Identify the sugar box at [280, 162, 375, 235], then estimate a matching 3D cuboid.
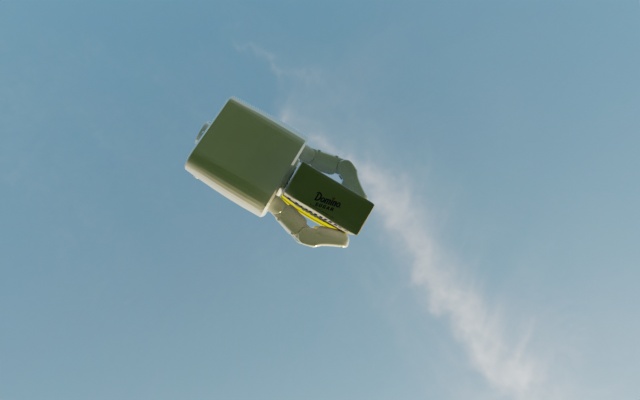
[{"bbox_3d":[0.000,0.002,0.586,0.093,0.048,0.176,31,-3,-4],"label":"sugar box"}]
